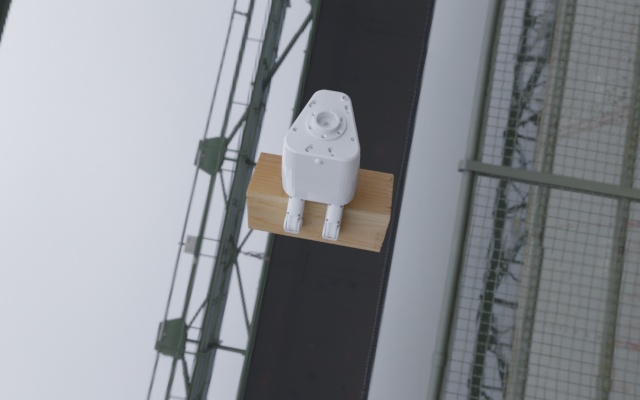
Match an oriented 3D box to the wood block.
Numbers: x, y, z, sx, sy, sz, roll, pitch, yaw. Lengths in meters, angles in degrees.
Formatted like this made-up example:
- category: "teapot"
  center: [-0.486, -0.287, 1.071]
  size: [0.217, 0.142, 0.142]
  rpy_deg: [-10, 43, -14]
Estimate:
- category: "wood block"
  center: [0.000, 0.002, 0.730]
  size: [0.206, 0.090, 0.090]
  rpy_deg: [10, -40, 3]
